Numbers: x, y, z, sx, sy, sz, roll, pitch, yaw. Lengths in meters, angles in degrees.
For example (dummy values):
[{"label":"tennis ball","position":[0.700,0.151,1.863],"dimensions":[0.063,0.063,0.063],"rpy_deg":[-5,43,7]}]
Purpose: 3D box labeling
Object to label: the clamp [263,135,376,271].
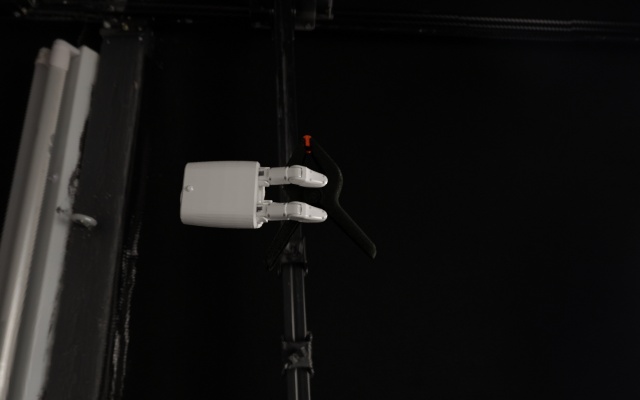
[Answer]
[{"label":"clamp","position":[0.000,0.002,0.724],"dimensions":[0.164,0.210,0.036],"rpy_deg":[1,-18,-1]}]
